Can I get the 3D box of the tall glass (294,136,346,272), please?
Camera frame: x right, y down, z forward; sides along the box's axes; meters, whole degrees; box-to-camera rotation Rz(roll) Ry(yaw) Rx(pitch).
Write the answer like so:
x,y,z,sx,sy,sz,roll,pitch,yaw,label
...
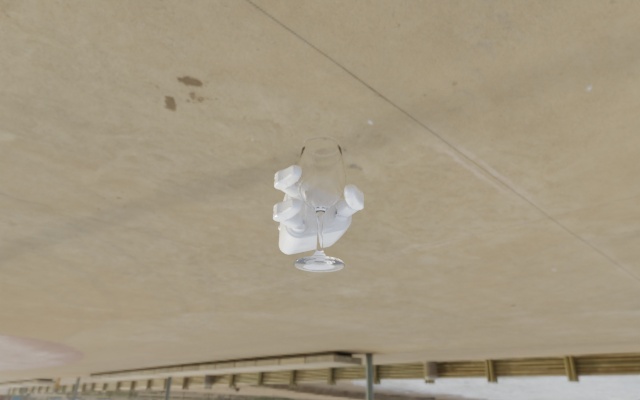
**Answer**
x,y,z,sx,sy,sz,roll,pitch,yaw,label
0.000,0.003,0.728,0.079,0.201,0.079,1,-24,1,tall glass
